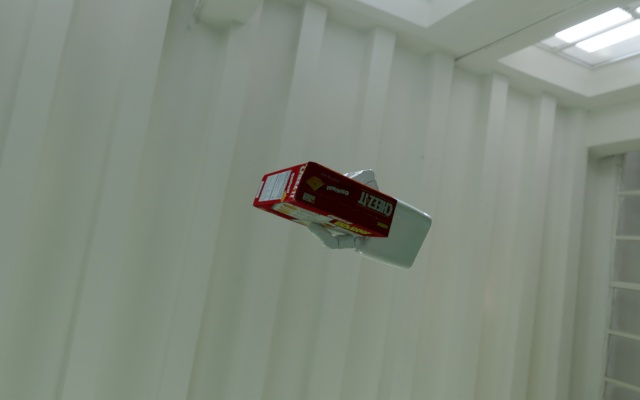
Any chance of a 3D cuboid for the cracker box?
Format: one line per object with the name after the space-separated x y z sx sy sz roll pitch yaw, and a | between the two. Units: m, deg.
0.000 0.003 0.797 0.164 0.072 0.214 22 -11 -22 | cracker box
